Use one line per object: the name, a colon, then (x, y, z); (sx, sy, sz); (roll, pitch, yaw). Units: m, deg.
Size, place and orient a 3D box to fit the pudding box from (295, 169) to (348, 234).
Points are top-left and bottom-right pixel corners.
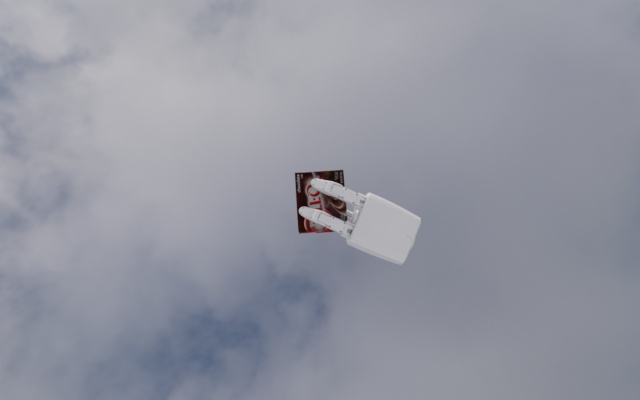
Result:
pudding box: (0.000, 0.003, 0.873); (0.090, 0.113, 0.039); (-4, -6, -4)
